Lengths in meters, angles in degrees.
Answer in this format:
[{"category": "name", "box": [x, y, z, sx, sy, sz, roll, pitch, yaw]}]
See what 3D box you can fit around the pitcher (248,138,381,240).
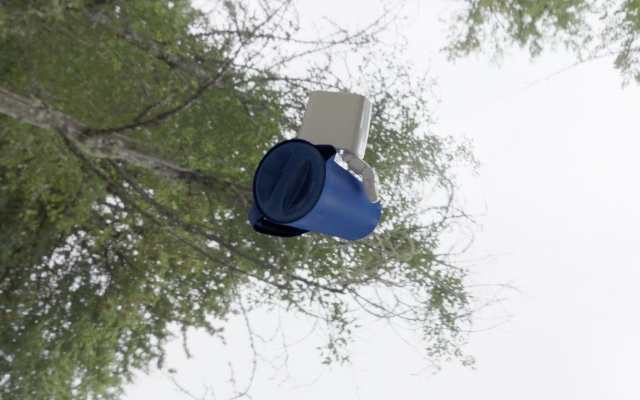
[{"category": "pitcher", "box": [0.000, 0.002, 0.810, 0.149, 0.145, 0.243, 5, -11, 32]}]
